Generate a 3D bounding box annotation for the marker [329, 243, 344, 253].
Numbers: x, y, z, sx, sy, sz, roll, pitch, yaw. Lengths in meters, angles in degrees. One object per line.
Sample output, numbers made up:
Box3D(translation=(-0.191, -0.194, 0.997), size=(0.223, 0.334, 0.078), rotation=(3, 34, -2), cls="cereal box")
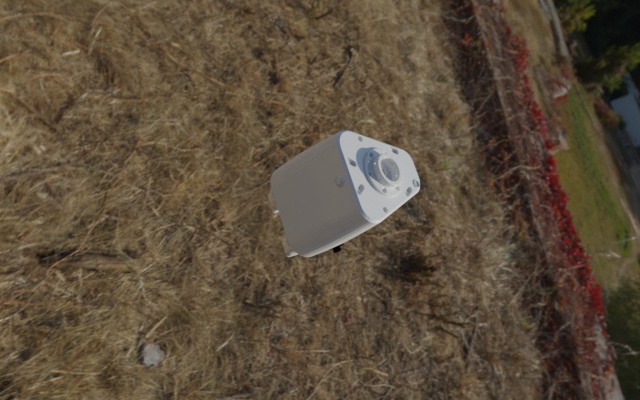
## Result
Box3D(translation=(0.000, 0.002, 0.549), size=(0.020, 0.121, 0.020), rotation=(-18, -9, -3), cls="marker")
